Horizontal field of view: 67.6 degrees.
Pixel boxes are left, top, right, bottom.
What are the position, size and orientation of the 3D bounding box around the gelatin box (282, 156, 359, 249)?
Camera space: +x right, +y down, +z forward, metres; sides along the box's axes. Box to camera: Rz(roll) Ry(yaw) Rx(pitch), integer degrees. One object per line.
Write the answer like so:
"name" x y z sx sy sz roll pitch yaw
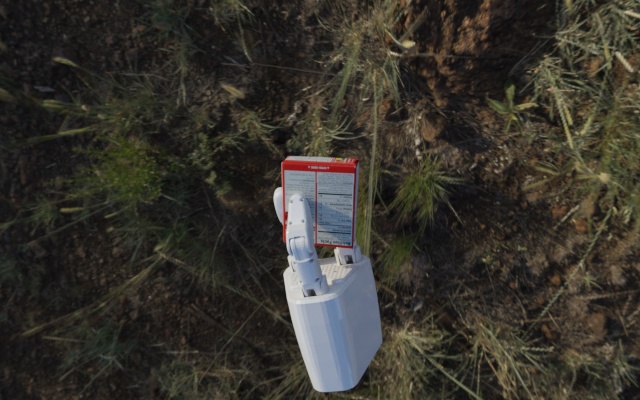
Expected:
"gelatin box" 0.000 0.001 0.481 0.073 0.089 0.030 3 20 9
